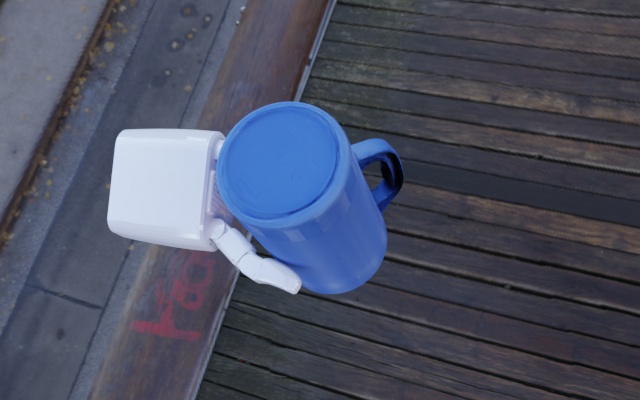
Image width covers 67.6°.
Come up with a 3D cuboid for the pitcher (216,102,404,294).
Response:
[{"bbox_3d":[0.000,0.002,0.470,0.145,0.149,0.243,6,-18,13],"label":"pitcher"}]
